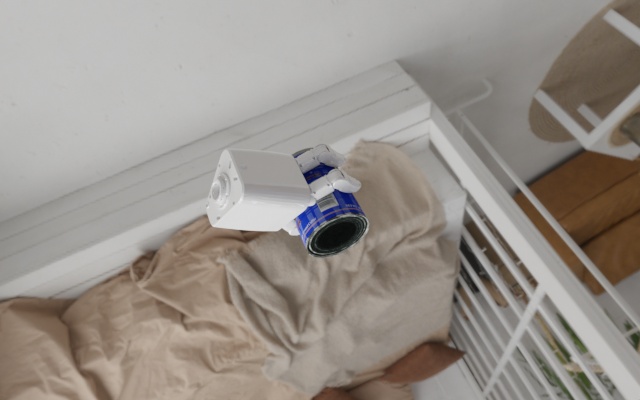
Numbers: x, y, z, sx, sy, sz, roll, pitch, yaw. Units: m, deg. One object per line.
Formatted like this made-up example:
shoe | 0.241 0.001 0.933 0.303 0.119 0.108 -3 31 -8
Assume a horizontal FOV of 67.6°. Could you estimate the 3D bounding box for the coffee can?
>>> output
coffee can | 0.000 0.002 0.740 0.103 0.140 0.103 -18 -35 -13
